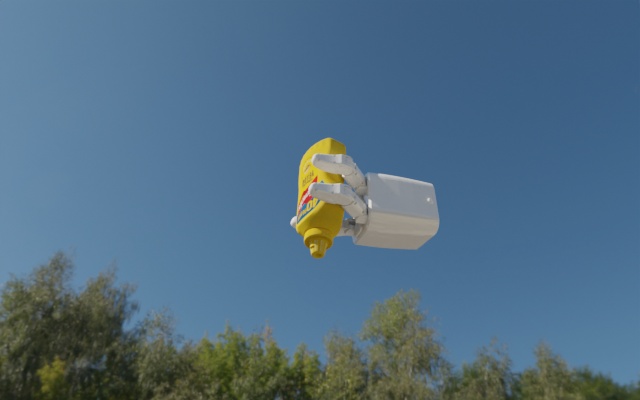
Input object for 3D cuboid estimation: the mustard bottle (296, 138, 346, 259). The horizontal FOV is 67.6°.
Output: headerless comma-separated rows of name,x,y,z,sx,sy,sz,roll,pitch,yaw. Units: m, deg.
mustard bottle,0.000,0.002,0.714,0.058,0.191,0.096,24,-44,-25
